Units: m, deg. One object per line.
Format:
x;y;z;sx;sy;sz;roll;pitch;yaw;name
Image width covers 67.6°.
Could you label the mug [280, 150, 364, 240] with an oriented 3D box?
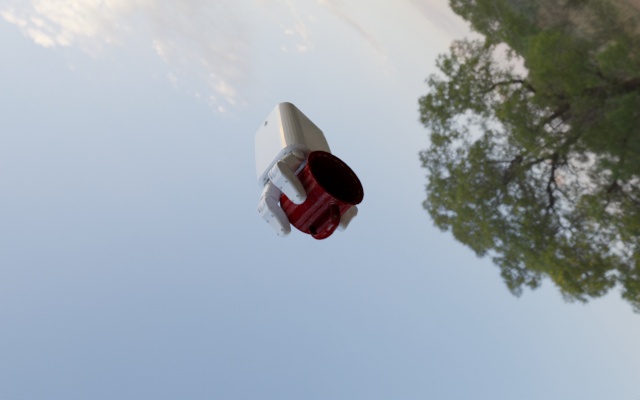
0.000;0.003;0.638;0.093;0.117;0.081;20;-50;-32;mug
